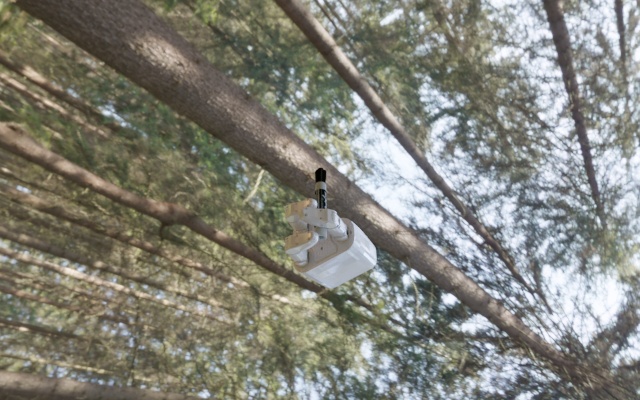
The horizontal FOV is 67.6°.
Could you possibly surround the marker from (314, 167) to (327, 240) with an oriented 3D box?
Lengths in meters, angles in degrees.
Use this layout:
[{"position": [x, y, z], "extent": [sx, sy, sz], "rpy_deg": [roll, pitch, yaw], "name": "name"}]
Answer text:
[{"position": [0.000, 0.002, 0.731], "extent": [0.020, 0.121, 0.020], "rpy_deg": [0, -29, 0], "name": "marker"}]
